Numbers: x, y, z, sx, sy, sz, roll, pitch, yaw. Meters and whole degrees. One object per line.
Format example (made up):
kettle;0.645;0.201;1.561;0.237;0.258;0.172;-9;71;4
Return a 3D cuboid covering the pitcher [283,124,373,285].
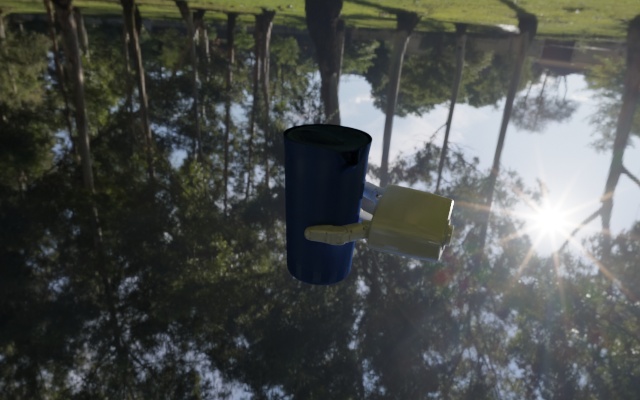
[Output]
pitcher;0.000;0.003;0.764;0.145;0.243;0.149;11;25;15
